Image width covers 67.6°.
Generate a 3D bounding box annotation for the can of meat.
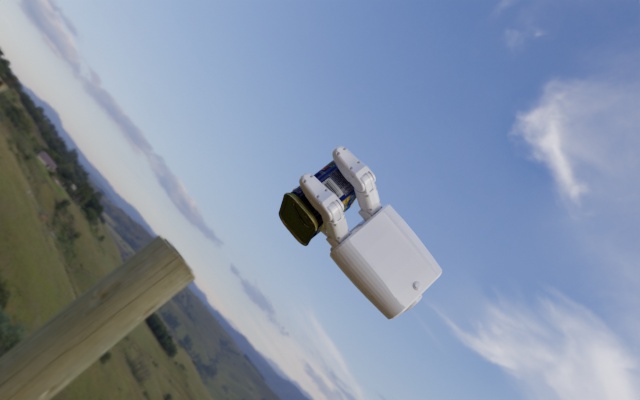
[{"bbox_3d":[0.000,0.002,0.599,0.084,0.057,0.102,-38,-10,-21],"label":"can of meat"}]
